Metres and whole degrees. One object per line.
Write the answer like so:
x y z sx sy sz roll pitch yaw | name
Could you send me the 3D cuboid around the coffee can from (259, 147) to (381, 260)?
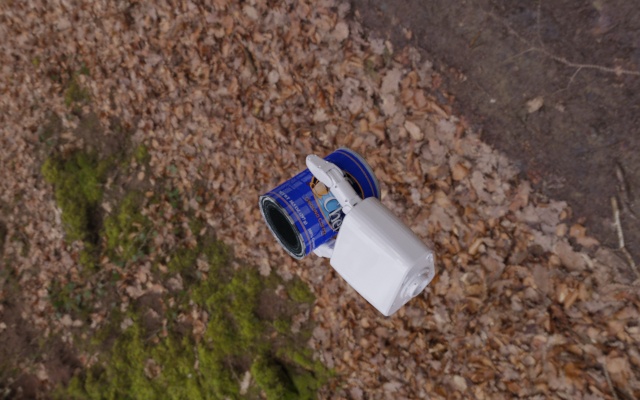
0.000 0.002 0.672 0.140 0.103 0.103 -33 14 -23 | coffee can
